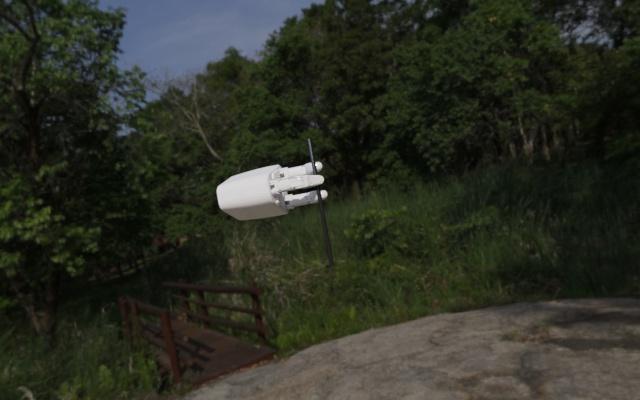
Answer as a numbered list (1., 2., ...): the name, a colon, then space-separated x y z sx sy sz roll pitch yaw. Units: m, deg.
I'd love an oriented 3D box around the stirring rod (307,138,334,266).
1. stirring rod: 0.000 0.003 0.887 0.011 0.239 0.011 -10 -2 0
